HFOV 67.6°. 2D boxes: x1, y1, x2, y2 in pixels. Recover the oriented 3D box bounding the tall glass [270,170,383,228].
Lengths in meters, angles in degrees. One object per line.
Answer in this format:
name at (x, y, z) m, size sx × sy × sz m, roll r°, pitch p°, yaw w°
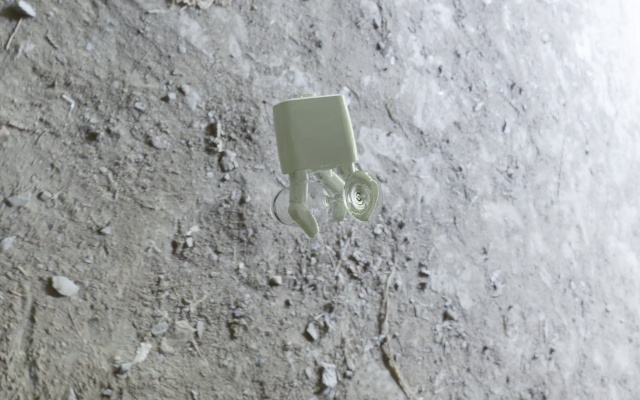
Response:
tall glass at (0.001, 0.003, 0.744) m, size 0.079 × 0.079 × 0.201 m, roll 0°, pitch -5°, yaw -38°
